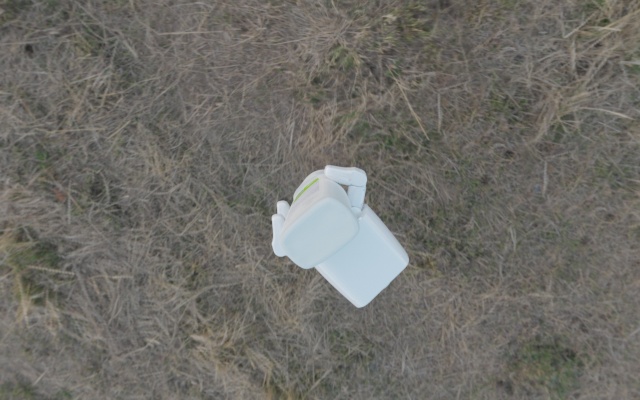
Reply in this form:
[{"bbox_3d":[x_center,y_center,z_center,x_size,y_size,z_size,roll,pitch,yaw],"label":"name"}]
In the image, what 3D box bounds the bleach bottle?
[{"bbox_3d":[0.000,0.002,0.695,0.102,0.068,0.250,-39,14,14],"label":"bleach bottle"}]
